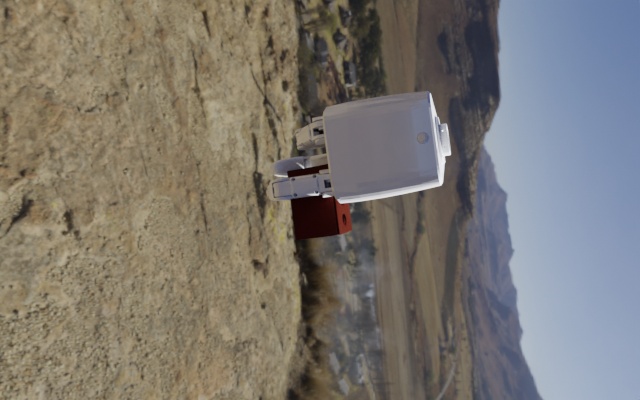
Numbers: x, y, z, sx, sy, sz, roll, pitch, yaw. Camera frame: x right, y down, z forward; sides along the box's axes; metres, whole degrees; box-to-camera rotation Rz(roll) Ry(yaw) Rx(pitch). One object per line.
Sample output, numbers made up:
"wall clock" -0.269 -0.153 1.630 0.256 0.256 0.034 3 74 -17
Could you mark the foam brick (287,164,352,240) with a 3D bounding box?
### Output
"foam brick" 0.000 0.002 0.527 0.051 0.078 0.053 -8 0 18
